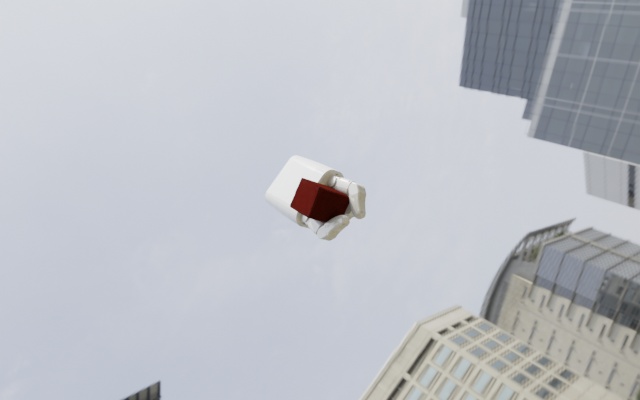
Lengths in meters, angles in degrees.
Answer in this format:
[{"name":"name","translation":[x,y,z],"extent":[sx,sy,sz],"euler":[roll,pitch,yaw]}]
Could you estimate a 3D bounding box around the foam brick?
[{"name":"foam brick","translation":[0.000,0.002,0.773],"extent":[0.078,0.053,0.051],"euler":[17,9,-46]}]
